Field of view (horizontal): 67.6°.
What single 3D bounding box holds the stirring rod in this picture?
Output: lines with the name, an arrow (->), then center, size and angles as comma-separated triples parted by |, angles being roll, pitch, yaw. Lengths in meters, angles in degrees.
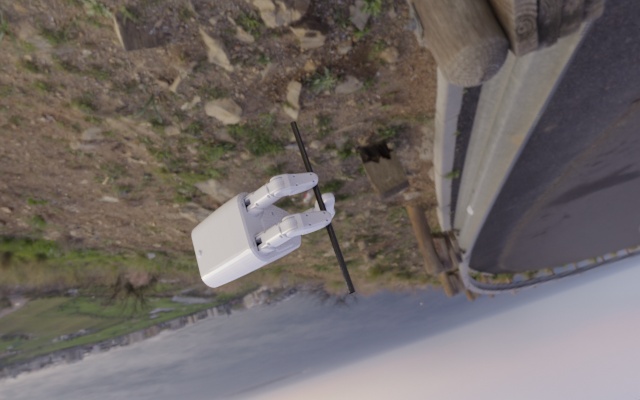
stirring rod -> 0.000, 0.002, 0.604 | 0.011, 0.239, 0.011 | -17, -20, -6
